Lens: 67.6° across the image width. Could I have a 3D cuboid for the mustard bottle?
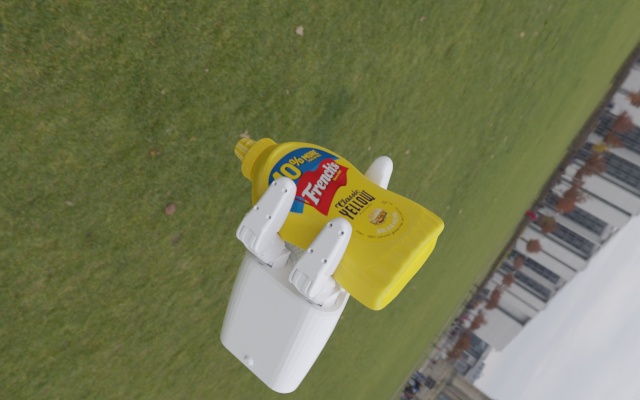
[{"bbox_3d":[0.000,0.001,0.405,0.191,0.058,0.096,35,53,21],"label":"mustard bottle"}]
